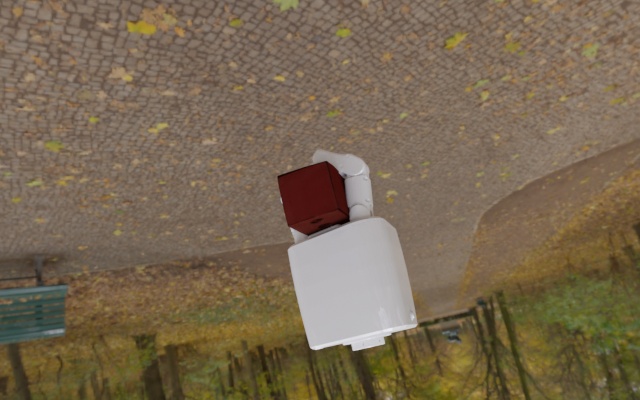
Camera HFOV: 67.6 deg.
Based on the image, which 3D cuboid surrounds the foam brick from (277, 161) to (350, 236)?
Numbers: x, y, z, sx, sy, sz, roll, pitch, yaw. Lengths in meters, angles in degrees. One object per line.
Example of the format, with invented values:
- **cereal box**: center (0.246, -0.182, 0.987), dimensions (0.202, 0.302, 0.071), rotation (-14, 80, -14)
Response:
- **foam brick**: center (0.000, 0.001, 0.472), dimensions (0.053, 0.051, 0.078), rotation (-18, -19, 16)
